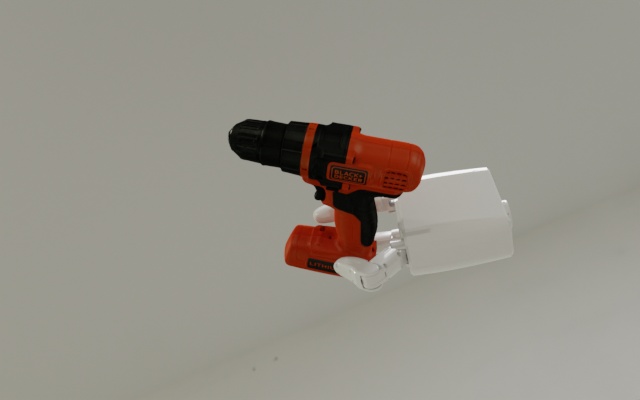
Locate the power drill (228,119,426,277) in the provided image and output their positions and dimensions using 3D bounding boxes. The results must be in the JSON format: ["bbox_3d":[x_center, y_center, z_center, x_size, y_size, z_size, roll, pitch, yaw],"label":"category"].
[{"bbox_3d":[0.000,0.002,0.494,0.184,0.057,0.188,12,-40,6],"label":"power drill"}]
